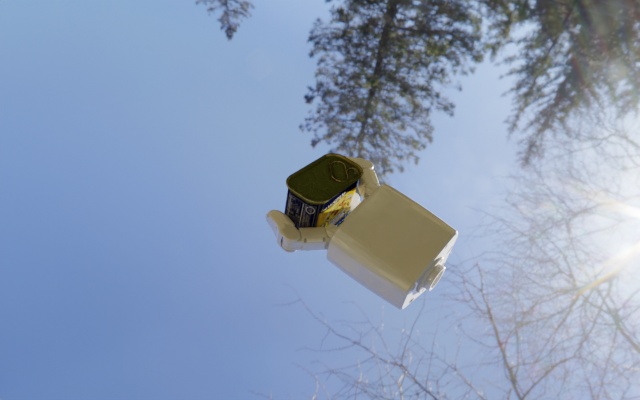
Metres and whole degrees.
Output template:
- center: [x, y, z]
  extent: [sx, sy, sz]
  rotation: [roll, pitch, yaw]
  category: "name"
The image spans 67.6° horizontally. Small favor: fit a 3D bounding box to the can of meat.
- center: [0.000, 0.002, 0.589]
  extent: [0.057, 0.084, 0.102]
  rotation: [33, 44, 23]
  category: "can of meat"
